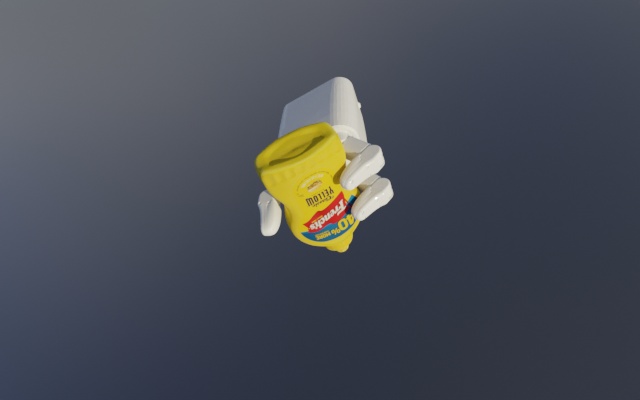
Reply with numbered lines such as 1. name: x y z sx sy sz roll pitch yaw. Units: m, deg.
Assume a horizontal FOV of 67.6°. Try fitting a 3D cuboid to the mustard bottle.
1. mustard bottle: 0.000 0.002 0.575 0.096 0.192 0.058 -29 46 -4
